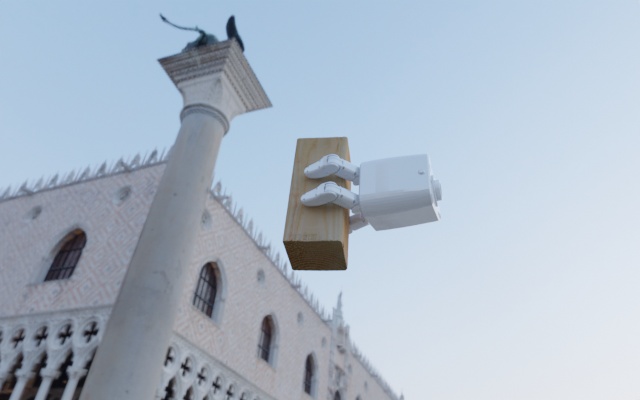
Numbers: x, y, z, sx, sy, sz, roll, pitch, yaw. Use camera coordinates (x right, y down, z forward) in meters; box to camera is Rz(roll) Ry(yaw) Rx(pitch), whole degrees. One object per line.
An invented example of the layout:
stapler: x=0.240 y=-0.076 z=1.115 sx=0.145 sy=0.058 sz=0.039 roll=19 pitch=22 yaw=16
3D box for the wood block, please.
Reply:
wood block: x=0.001 y=0.003 z=0.777 sx=0.090 sy=0.206 sz=0.091 roll=-1 pitch=-37 yaw=9
